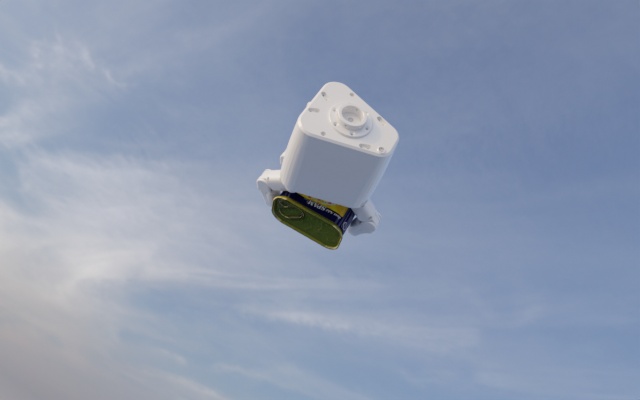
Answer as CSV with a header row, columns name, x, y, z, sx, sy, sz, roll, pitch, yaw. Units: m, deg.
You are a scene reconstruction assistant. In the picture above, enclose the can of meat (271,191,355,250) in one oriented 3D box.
name,x,y,z,sx,sy,sz,roll,pitch,yaw
can of meat,0.000,0.002,0.636,0.102,0.084,0.057,29,-34,7
